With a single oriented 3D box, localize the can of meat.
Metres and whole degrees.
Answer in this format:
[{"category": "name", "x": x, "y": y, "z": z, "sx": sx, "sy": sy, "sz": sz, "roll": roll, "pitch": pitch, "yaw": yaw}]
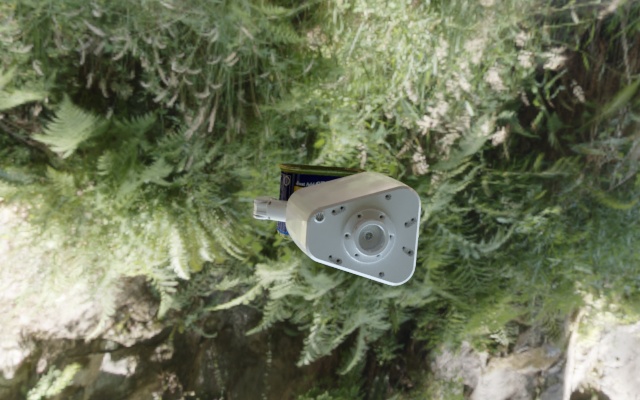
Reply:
[{"category": "can of meat", "x": 0.000, "y": 0.002, "z": 0.566, "sx": 0.102, "sy": 0.084, "sz": 0.057, "roll": 2, "pitch": 7, "yaw": -15}]
